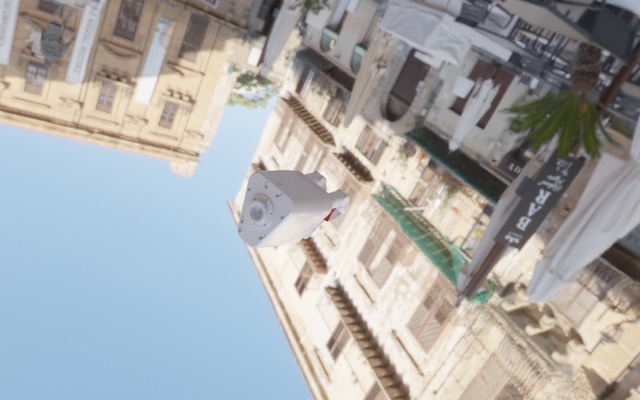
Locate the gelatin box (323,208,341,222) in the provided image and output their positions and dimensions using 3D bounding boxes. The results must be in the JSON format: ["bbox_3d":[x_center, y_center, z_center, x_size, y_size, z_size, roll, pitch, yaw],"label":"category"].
[{"bbox_3d":[0.000,0.003,0.859,0.073,0.030,0.089,32,14,12],"label":"gelatin box"}]
